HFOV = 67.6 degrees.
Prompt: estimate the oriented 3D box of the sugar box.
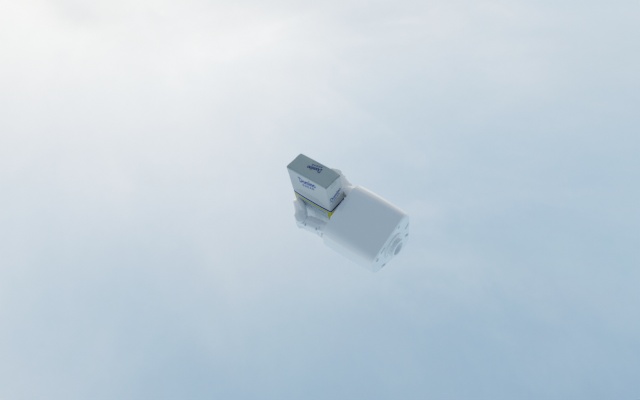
[{"bbox_3d":[0.001,0.003,0.863,0.093,0.176,0.048,30,60,29],"label":"sugar box"}]
